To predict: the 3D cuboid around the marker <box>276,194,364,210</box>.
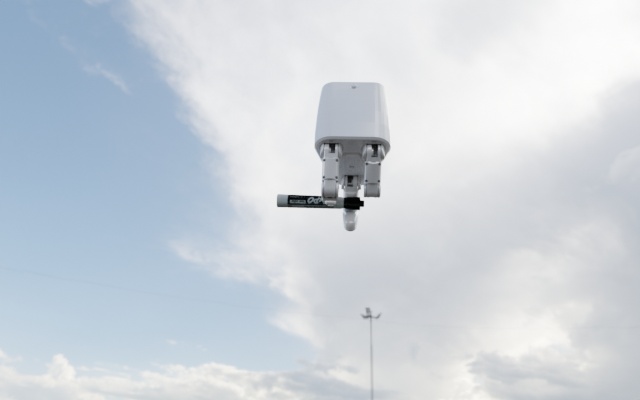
[{"bbox_3d":[0.000,0.002,0.662,0.121,0.020,0.020,2,0,2],"label":"marker"}]
